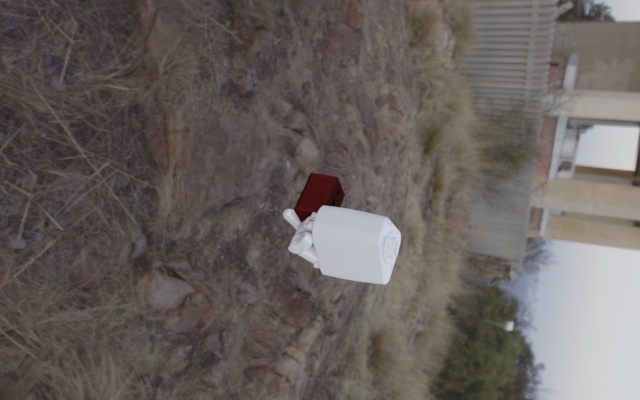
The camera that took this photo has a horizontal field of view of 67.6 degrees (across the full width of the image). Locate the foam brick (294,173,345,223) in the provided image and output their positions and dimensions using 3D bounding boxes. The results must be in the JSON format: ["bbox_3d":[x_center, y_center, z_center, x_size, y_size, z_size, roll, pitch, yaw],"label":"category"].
[{"bbox_3d":[0.000,0.002,0.782,0.051,0.078,0.053,7,-32,26],"label":"foam brick"}]
